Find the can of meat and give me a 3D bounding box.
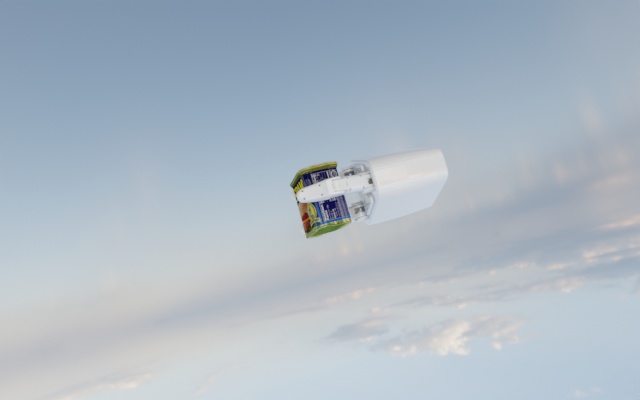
[{"bbox_3d":[0.000,0.002,0.663,0.057,0.084,0.102,-14,-9,-15],"label":"can of meat"}]
